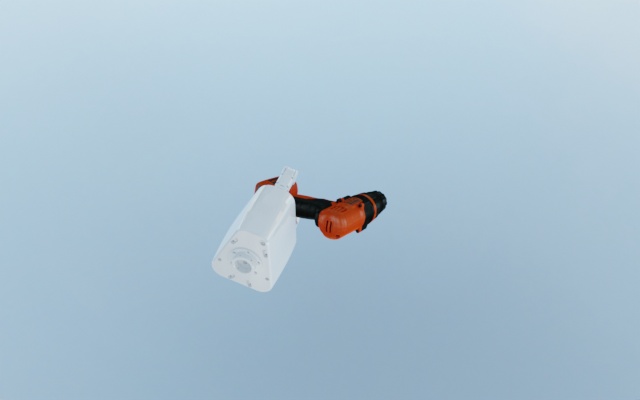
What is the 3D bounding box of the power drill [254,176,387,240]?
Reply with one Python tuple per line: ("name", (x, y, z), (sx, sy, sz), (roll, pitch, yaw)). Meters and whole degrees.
("power drill", (0.000, 0.003, 0.787), (0.187, 0.057, 0.184), (12, 17, 28))
